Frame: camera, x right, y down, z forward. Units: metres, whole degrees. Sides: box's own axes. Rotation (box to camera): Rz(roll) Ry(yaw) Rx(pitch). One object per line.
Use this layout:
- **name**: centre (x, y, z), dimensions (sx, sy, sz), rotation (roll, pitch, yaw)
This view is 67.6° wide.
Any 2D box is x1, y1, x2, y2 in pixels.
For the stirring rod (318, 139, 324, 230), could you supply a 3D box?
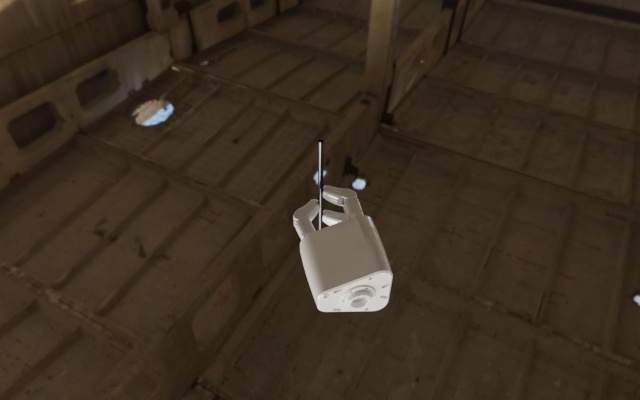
- **stirring rod**: centre (0.000, 0.002, 0.764), dimensions (0.011, 0.240, 0.011), rotation (0, 43, 0)
